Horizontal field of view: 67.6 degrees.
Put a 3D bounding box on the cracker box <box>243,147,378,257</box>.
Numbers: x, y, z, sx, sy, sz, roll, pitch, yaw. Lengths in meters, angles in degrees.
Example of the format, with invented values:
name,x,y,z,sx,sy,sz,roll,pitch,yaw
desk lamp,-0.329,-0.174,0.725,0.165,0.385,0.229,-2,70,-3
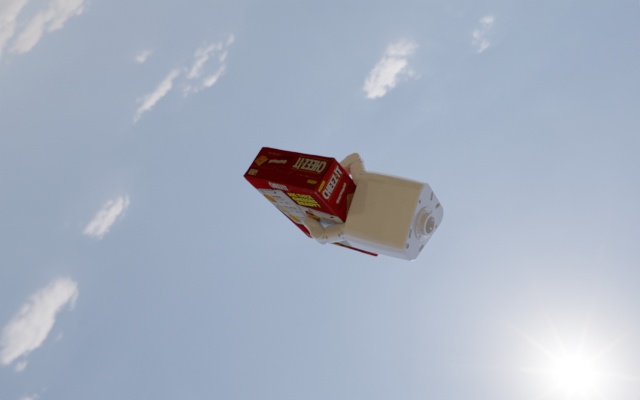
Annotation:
name,x,y,z,sx,sy,sz,roll,pitch,yaw
cracker box,0.000,0.003,0.803,0.164,0.072,0.214,13,-24,40
